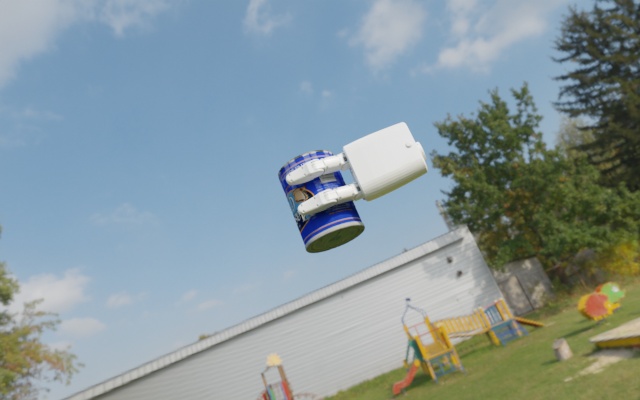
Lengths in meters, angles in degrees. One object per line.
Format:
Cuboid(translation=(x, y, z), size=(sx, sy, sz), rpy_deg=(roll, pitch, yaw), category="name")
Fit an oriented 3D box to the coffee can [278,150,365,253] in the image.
Cuboid(translation=(0.000, 0.003, 0.793), size=(0.103, 0.140, 0.103), rpy_deg=(-20, -20, -7), category="coffee can")
